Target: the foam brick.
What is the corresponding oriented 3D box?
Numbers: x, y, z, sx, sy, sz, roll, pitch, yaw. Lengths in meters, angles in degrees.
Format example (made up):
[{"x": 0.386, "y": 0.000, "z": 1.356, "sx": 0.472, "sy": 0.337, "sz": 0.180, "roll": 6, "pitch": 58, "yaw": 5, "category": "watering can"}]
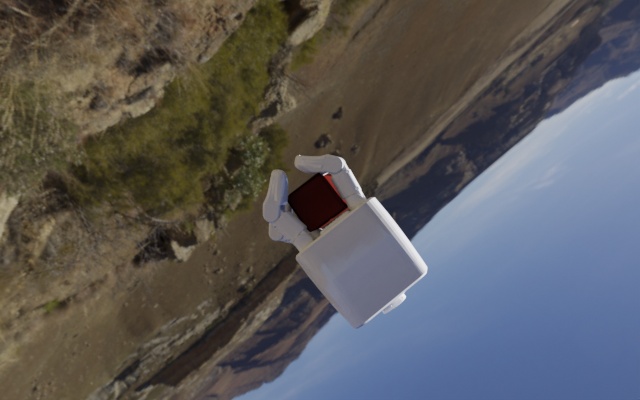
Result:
[{"x": 0.000, "y": 0.002, "z": 0.585, "sx": 0.053, "sy": 0.051, "sz": 0.078, "roll": -37, "pitch": -6, "yaw": 11, "category": "foam brick"}]
